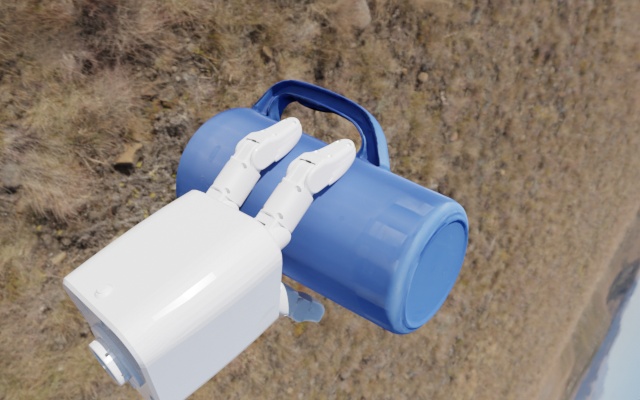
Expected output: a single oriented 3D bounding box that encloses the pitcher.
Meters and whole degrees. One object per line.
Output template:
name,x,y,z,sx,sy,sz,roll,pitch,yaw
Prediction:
pitcher,0.000,0.002,0.415,0.242,0.149,0.145,25,47,35
